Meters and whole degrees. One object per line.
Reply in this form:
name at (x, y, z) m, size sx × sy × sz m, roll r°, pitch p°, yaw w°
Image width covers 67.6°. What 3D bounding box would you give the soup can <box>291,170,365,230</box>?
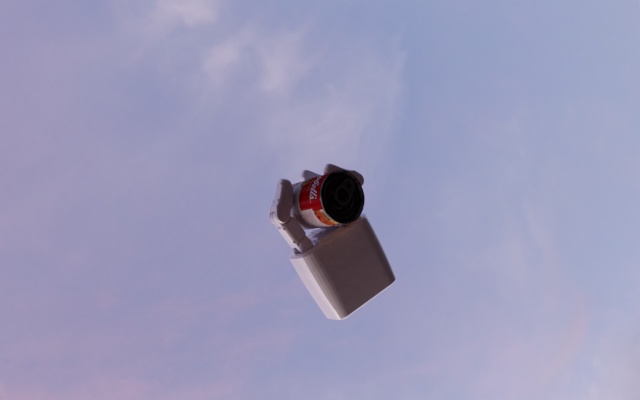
soup can at (0.000, 0.002, 0.628) m, size 0.068 × 0.068 × 0.102 m, roll 0°, pitch -7°, yaw -35°
